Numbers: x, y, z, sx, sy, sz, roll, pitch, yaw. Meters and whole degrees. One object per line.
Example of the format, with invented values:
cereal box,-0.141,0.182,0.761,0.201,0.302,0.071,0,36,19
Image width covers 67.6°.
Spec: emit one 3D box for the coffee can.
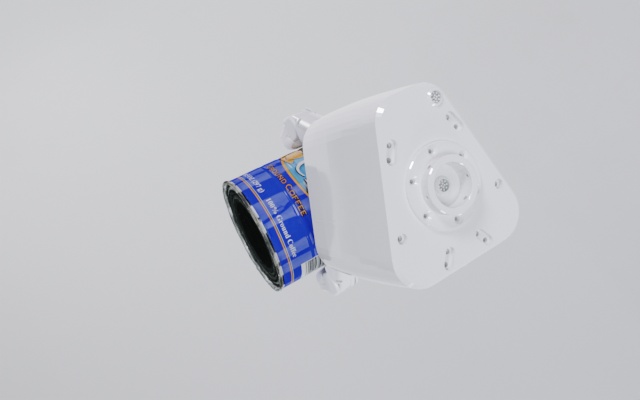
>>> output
coffee can,0.000,0.001,0.421,0.140,0.103,0.103,-27,9,-19
